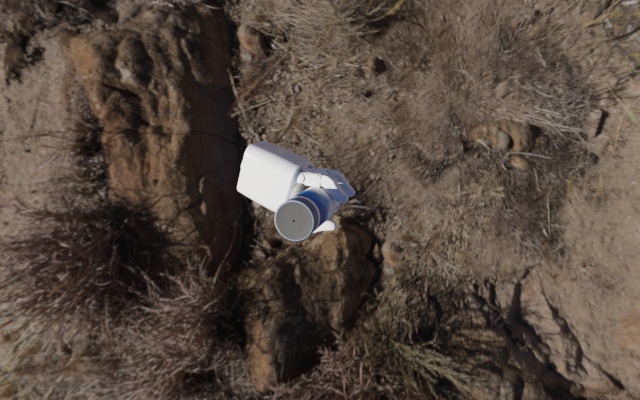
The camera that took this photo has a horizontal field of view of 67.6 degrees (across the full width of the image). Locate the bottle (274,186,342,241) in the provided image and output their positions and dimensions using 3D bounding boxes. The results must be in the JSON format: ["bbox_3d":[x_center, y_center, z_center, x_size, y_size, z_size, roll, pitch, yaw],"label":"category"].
[{"bbox_3d":[0.000,0.003,0.885,0.069,0.069,0.295,0,11,17],"label":"bottle"}]
